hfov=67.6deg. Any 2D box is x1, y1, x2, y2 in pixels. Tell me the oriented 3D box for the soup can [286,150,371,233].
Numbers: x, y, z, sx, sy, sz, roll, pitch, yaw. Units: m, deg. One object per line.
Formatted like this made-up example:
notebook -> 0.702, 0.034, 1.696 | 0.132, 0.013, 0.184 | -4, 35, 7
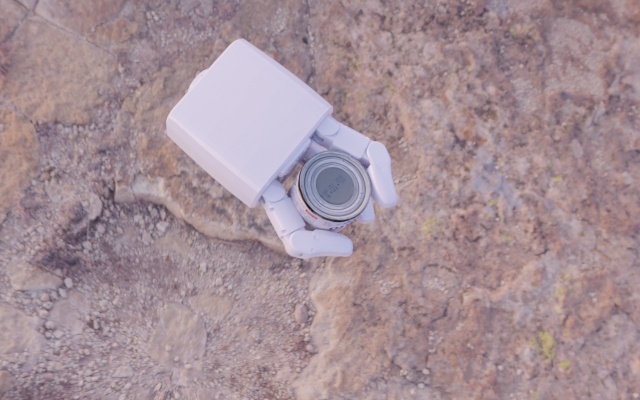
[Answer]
soup can -> 0.000, 0.002, 0.457 | 0.068, 0.068, 0.102 | 0, -18, -16
